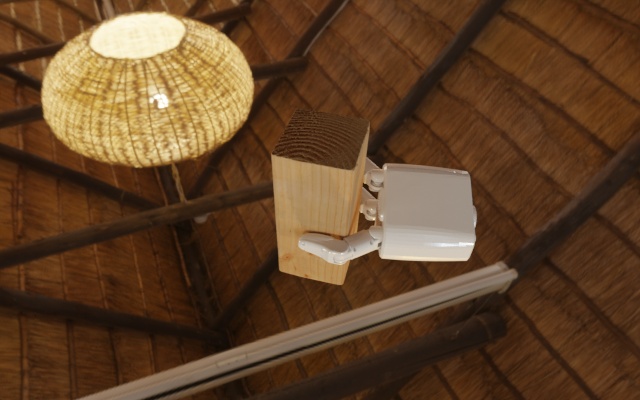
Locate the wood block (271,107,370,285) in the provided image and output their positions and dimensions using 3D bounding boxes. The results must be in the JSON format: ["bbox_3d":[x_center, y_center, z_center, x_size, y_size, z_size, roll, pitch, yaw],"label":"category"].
[{"bbox_3d":[0.000,0.002,0.587,0.090,0.206,0.090,12,47,10],"label":"wood block"}]
